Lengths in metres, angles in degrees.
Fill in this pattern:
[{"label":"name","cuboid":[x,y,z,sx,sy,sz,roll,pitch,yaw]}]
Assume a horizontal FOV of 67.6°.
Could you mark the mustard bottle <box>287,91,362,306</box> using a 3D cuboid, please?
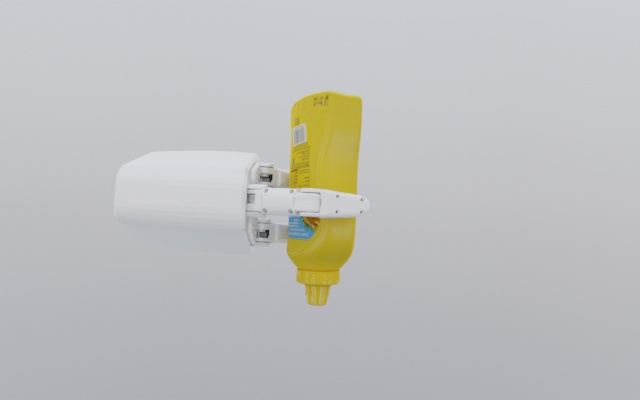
[{"label":"mustard bottle","cuboid":[0.000,0.001,0.449,0.058,0.191,0.096,4,-3,-26]}]
